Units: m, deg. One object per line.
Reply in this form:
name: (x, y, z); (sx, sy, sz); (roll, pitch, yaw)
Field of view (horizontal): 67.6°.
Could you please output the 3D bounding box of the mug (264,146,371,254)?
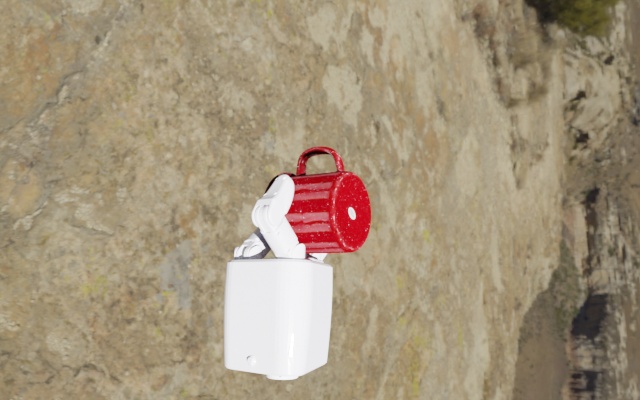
mug: (0.000, 0.000, 0.494); (0.081, 0.117, 0.093); (-5, -11, 33)
